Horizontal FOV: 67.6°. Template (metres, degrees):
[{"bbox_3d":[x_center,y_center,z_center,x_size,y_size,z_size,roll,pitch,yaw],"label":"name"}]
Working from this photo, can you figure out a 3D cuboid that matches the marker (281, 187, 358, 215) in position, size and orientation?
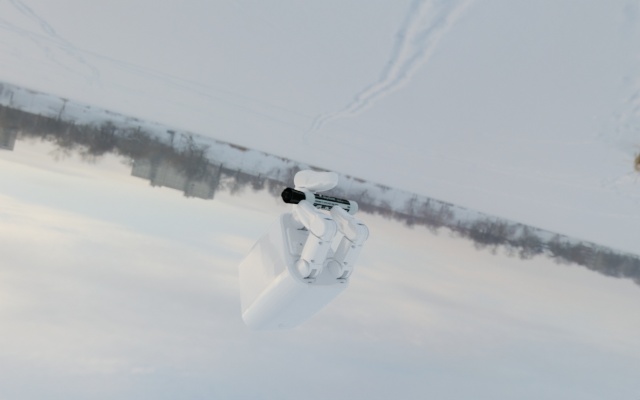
[{"bbox_3d":[0.000,0.002,0.579,0.020,0.020,0.121,0,-8,45],"label":"marker"}]
